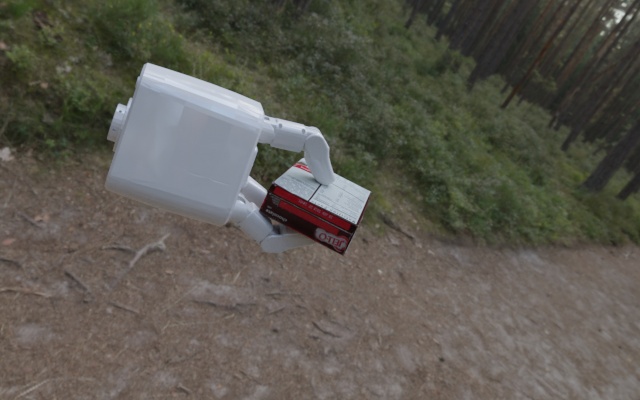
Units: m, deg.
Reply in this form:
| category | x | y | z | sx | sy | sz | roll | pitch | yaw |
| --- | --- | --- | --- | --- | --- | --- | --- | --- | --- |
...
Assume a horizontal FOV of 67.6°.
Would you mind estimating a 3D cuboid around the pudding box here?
| category | x | y | z | sx | sy | sz | roll | pitch | yaw |
| --- | --- | --- | --- | --- | --- | --- | --- | --- | --- |
| pudding box | 0.000 | 0.001 | 0.482 | 0.090 | 0.039 | 0.113 | 28 | 23 | 4 |
